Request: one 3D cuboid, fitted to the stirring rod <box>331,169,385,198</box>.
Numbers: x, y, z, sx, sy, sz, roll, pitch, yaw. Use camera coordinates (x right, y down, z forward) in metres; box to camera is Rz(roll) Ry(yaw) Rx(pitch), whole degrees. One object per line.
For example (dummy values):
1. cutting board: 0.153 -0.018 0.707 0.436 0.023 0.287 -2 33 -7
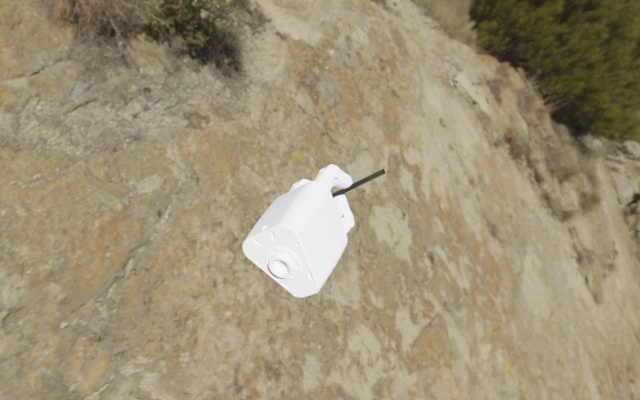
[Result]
1. stirring rod: 0.000 0.003 0.746 0.239 0.011 0.011 -26 -15 34
